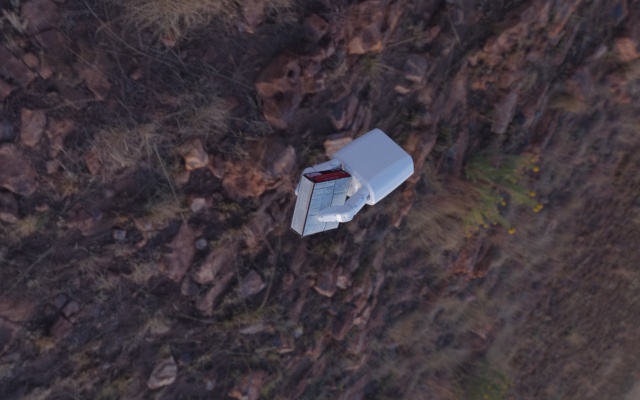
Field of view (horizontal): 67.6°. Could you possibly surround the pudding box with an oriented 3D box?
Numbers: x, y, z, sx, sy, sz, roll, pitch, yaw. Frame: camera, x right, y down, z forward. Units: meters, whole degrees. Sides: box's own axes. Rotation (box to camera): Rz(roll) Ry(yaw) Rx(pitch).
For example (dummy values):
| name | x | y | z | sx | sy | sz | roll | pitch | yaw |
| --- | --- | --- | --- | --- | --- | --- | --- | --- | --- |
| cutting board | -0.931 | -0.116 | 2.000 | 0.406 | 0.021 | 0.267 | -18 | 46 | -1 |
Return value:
| name | x | y | z | sx | sy | sz | roll | pitch | yaw |
| --- | --- | --- | --- | --- | --- | --- | --- | --- | --- |
| pudding box | 0.000 | 0.003 | 0.838 | 0.090 | 0.113 | 0.039 | -11 | 35 | -40 |
